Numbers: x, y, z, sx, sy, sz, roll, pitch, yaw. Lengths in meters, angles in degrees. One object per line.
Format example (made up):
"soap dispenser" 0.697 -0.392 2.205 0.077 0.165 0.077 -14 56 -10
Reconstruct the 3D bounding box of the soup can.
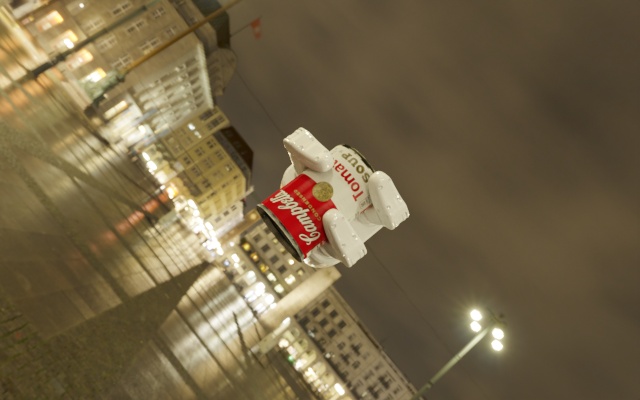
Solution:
"soup can" 0.000 0.001 0.455 0.102 0.068 0.068 -38 10 -14
